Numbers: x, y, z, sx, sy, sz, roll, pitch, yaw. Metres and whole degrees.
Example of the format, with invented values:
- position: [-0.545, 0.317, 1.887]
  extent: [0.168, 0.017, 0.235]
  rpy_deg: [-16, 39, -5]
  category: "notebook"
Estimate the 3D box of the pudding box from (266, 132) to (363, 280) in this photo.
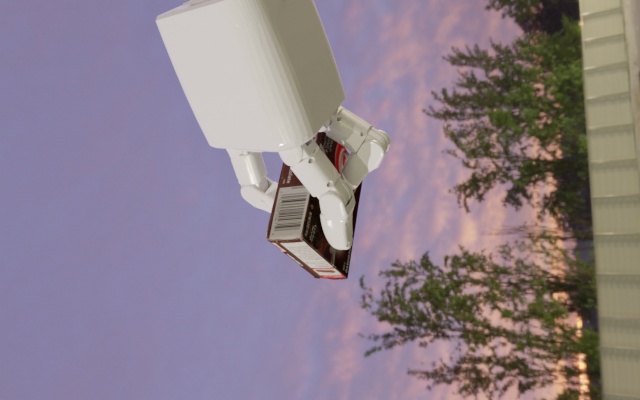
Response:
- position: [0.000, 0.001, 0.418]
  extent: [0.039, 0.113, 0.090]
  rpy_deg: [-2, -29, 29]
  category: "pudding box"
